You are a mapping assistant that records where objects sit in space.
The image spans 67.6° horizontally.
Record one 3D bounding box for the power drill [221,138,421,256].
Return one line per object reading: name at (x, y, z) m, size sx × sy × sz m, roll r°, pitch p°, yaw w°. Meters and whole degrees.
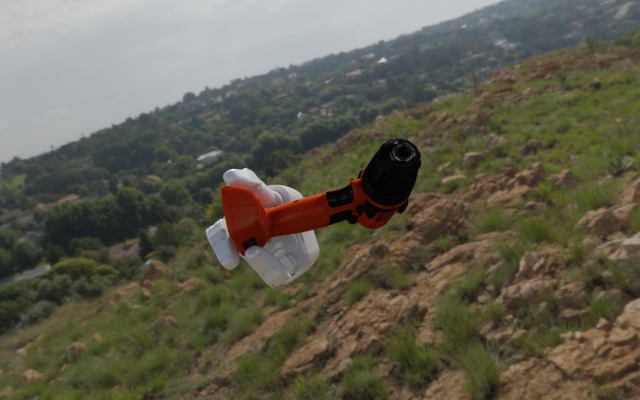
power drill at (0.000, 0.002, 0.482) m, size 0.187 × 0.057 × 0.184 m, roll -10°, pitch -19°, yaw -6°
